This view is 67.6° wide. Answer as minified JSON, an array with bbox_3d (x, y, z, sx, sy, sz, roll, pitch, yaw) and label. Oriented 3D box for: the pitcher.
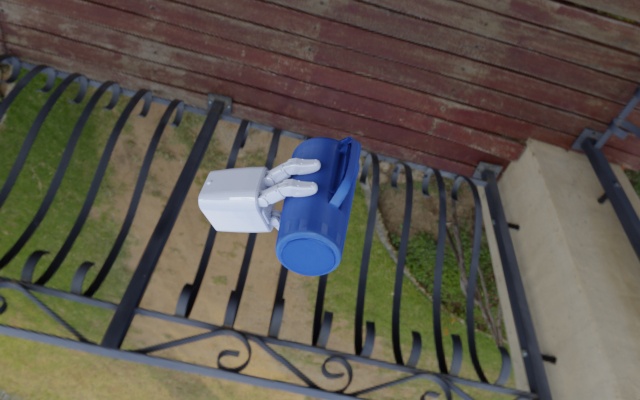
[{"bbox_3d":[0.000,0.003,0.838,0.145,0.149,0.242,-1,43,11],"label":"pitcher"}]
